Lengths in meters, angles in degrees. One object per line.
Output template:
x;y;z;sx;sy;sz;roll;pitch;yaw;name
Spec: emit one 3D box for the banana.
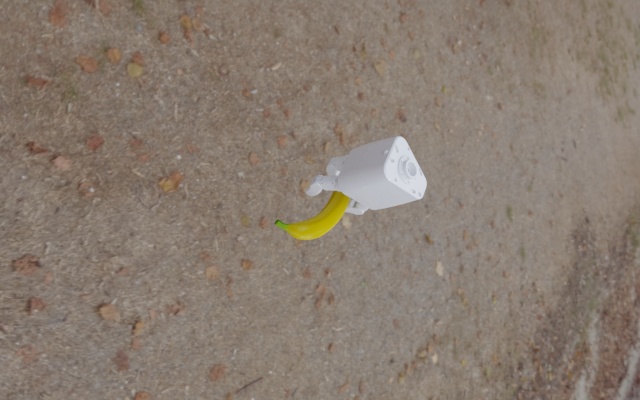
0.006;0.021;0.886;0.197;0.069;0.037;-34;12;-39;banana
